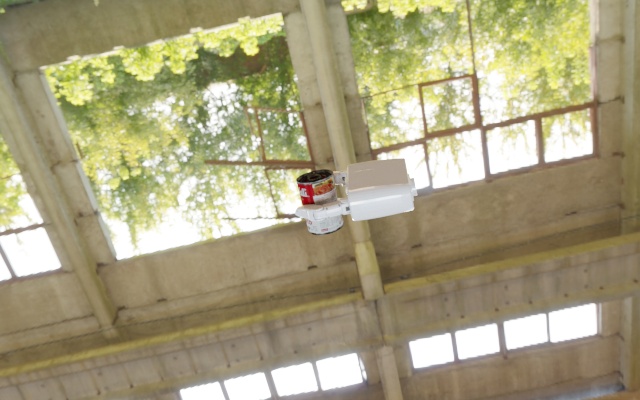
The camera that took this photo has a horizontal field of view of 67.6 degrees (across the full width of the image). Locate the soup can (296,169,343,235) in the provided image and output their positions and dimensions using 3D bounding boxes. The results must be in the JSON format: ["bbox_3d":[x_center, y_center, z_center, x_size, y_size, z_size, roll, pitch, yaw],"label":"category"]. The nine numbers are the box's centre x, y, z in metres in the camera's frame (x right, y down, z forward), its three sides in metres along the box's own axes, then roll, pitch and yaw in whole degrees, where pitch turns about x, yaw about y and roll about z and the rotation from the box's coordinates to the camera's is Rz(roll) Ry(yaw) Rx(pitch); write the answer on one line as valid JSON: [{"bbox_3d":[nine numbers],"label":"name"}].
[{"bbox_3d":[0.000,0.003,0.861,0.068,0.102,0.068,-11,20,4],"label":"soup can"}]
